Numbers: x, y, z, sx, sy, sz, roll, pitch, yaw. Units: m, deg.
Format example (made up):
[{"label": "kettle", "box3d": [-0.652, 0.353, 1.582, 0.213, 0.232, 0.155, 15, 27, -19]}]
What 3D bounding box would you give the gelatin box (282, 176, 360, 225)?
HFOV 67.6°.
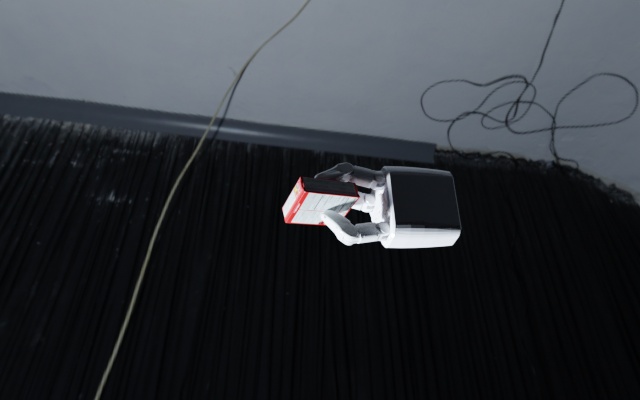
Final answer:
[{"label": "gelatin box", "box3d": [0.000, 0.003, 0.677, 0.089, 0.030, 0.073, 4, -39, -27]}]
